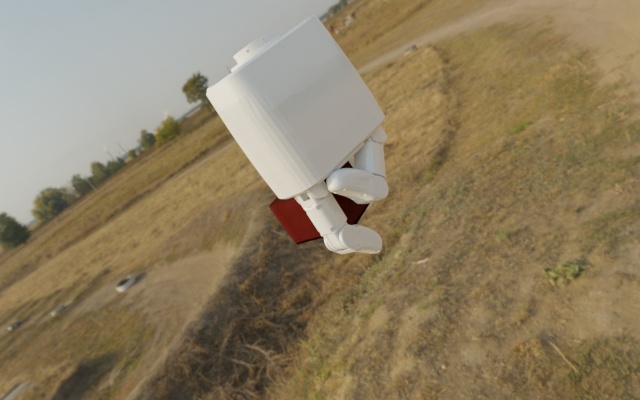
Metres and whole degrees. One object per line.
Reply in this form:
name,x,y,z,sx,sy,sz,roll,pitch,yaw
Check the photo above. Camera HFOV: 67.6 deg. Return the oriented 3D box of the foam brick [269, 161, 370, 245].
foam brick,0.000,0.002,0.460,0.078,0.051,0.053,-19,26,44
